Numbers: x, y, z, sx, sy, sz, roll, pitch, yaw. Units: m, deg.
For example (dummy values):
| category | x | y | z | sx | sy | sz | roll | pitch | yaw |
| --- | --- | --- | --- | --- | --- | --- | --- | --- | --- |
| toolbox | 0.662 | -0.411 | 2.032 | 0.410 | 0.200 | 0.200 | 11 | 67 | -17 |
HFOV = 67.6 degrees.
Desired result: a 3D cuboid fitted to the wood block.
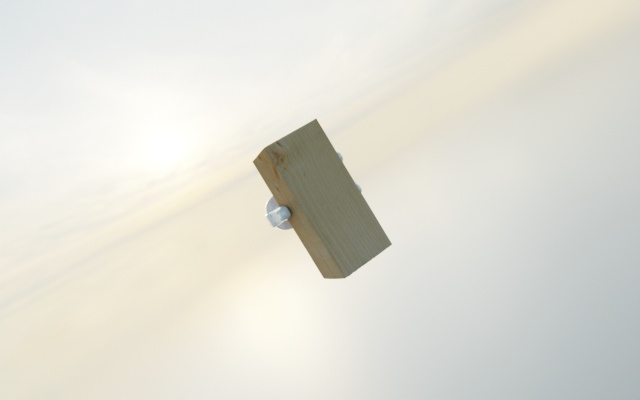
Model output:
| category | x | y | z | sx | sy | sz | roll | pitch | yaw |
| --- | --- | --- | --- | --- | --- | --- | --- | --- | --- |
| wood block | 0.000 | 0.002 | 0.688 | 0.091 | 0.206 | 0.090 | -33 | 3 | -21 |
